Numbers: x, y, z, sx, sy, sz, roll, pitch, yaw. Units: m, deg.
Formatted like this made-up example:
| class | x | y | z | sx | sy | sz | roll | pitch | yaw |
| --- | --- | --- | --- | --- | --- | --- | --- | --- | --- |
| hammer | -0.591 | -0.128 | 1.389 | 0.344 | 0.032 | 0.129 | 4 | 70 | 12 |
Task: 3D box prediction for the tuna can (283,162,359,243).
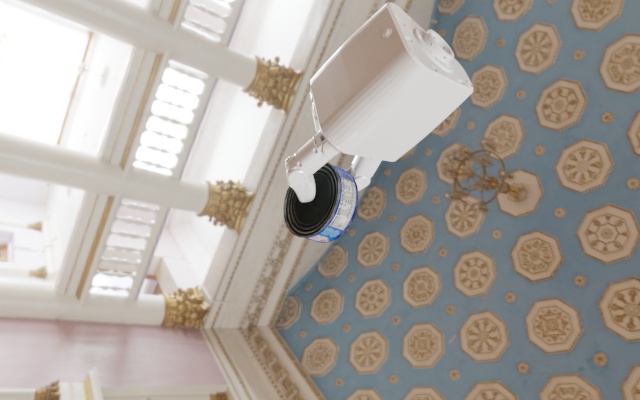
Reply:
| class | x | y | z | sx | sy | sz | roll | pitch | yaw |
| --- | --- | --- | --- | --- | --- | --- | --- | --- | --- |
| tuna can | 0.000 | 0.002 | 0.516 | 0.034 | 0.086 | 0.086 | 20 | -13 | -40 |
